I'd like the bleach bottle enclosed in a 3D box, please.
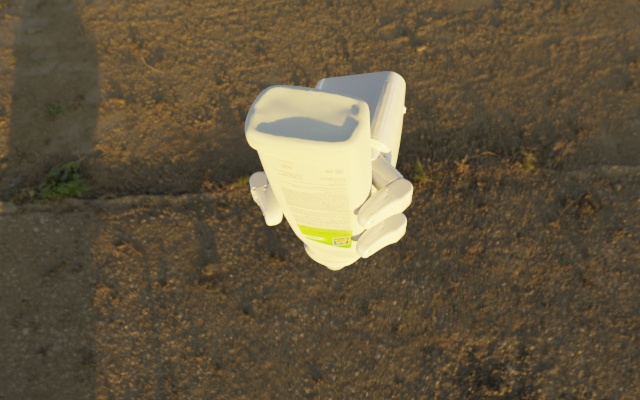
[{"bbox_3d":[0.000,0.002,0.482,0.102,0.068,0.251,10,-32,12],"label":"bleach bottle"}]
